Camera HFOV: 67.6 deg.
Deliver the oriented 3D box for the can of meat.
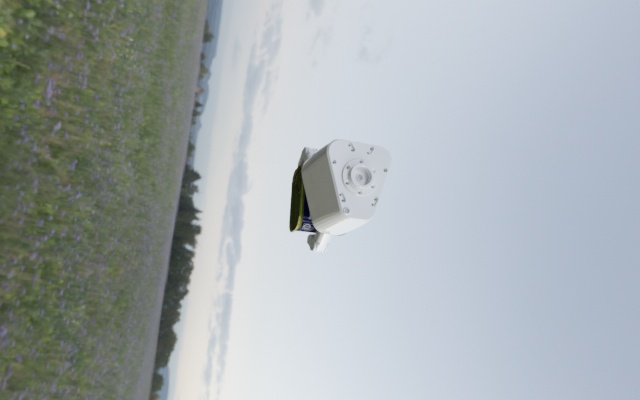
[{"bbox_3d":[0.000,0.003,0.747,0.084,0.102,0.057,7,-17,-17],"label":"can of meat"}]
